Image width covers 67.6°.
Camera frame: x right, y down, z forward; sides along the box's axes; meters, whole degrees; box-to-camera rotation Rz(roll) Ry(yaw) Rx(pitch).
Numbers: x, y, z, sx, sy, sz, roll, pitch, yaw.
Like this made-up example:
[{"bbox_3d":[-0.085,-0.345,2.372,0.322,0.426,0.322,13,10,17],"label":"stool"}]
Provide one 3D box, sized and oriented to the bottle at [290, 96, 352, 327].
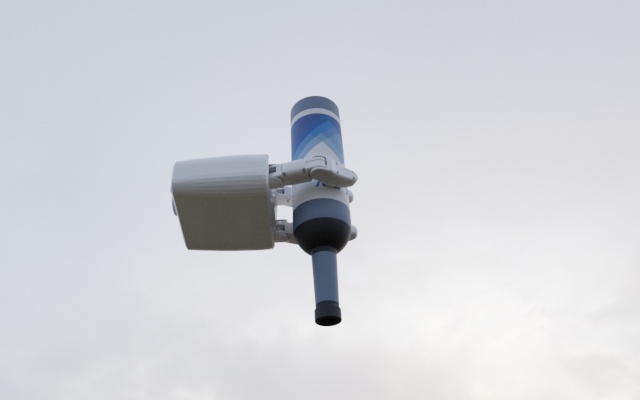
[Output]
[{"bbox_3d":[0.000,0.002,0.560,0.069,0.295,0.069,-2,-36,-2],"label":"bottle"}]
